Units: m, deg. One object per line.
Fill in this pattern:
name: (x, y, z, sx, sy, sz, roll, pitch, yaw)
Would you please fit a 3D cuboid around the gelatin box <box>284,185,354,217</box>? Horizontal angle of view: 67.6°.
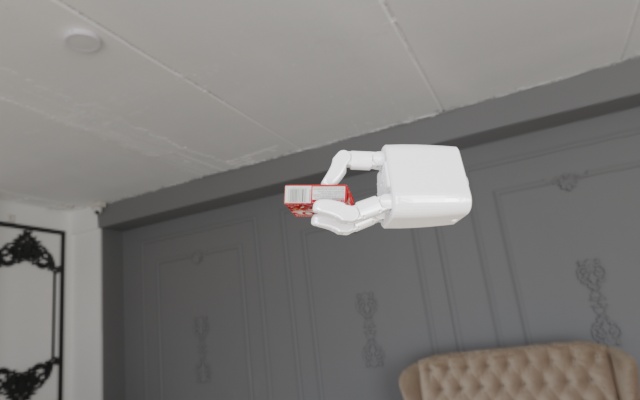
gelatin box: (0.000, 0.002, 0.671, 0.089, 0.030, 0.073, 0, -16, 10)
